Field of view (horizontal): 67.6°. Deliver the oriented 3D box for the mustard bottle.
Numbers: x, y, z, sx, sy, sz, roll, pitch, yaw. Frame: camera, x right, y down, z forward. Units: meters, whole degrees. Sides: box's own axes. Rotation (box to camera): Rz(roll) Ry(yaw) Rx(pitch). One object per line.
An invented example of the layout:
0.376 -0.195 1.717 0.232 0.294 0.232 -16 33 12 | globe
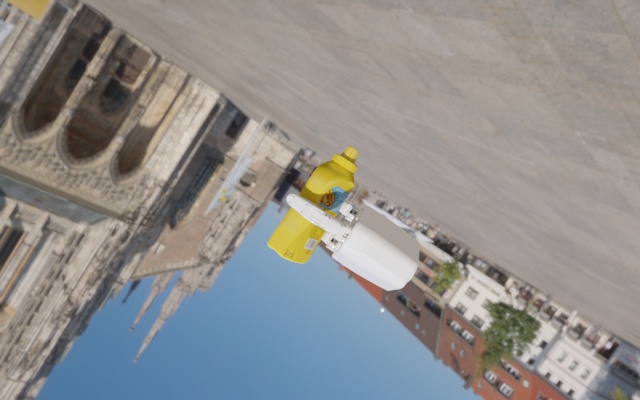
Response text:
0.000 0.002 0.726 0.058 0.191 0.096 35 4 26 | mustard bottle
